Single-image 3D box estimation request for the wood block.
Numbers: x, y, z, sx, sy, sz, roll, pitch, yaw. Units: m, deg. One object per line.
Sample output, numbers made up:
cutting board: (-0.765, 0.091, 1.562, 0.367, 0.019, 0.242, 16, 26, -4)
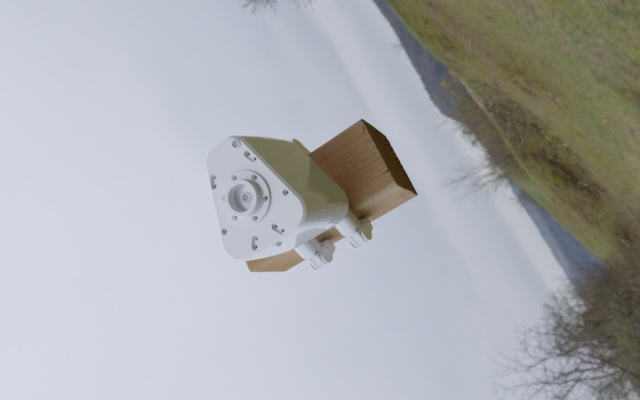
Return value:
wood block: (0.000, 0.002, 0.586, 0.206, 0.090, 0.090, -31, -19, 20)
